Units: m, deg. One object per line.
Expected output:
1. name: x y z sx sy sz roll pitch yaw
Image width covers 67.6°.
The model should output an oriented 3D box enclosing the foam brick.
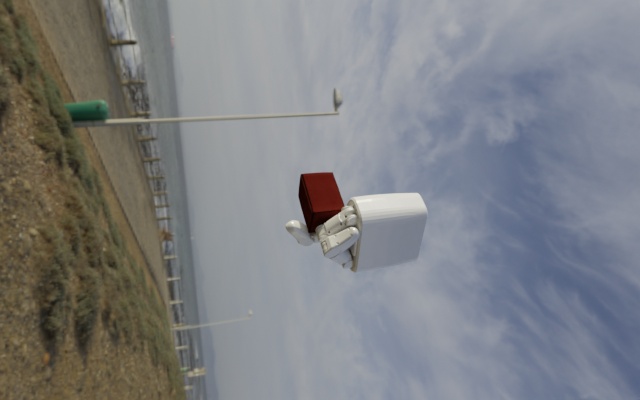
1. foam brick: 0.000 0.002 0.727 0.051 0.078 0.053 -7 -37 -14
